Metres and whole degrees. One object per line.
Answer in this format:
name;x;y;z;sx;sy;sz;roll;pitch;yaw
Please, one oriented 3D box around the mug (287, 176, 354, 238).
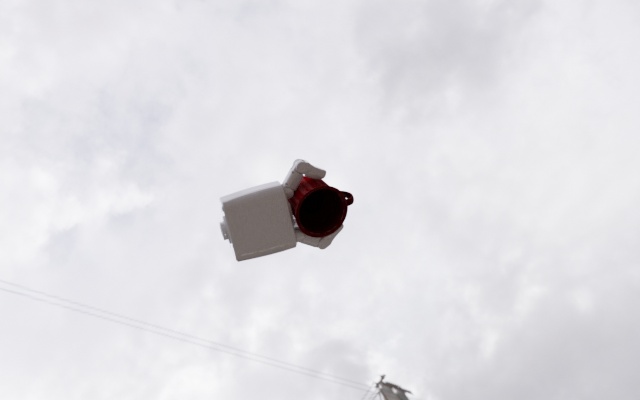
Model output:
mug;0.001;0.002;0.826;0.117;0.093;0.081;-15;25;-16
